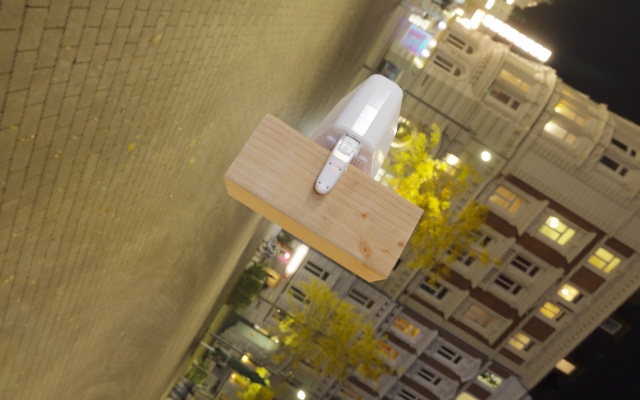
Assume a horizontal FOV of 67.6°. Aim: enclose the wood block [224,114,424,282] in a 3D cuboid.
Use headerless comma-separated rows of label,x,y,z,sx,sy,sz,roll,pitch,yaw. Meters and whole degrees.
wood block,0.000,0.001,0.557,0.206,0.090,0.091,32,-15,0
